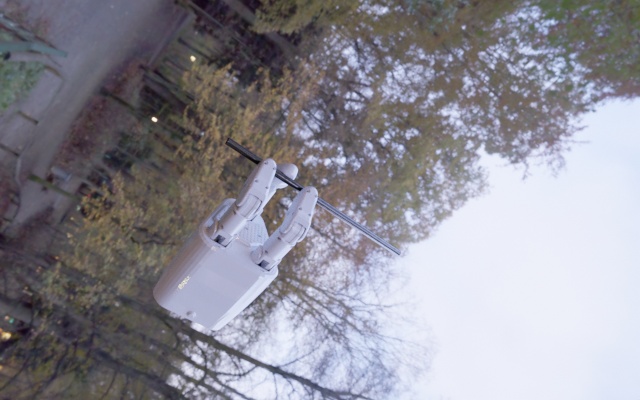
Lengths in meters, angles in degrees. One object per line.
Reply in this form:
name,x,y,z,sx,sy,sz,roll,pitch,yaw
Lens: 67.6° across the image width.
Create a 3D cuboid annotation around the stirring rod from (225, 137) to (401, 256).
stirring rod,0.000,0.002,0.522,0.239,0.011,0.011,33,-14,-22
